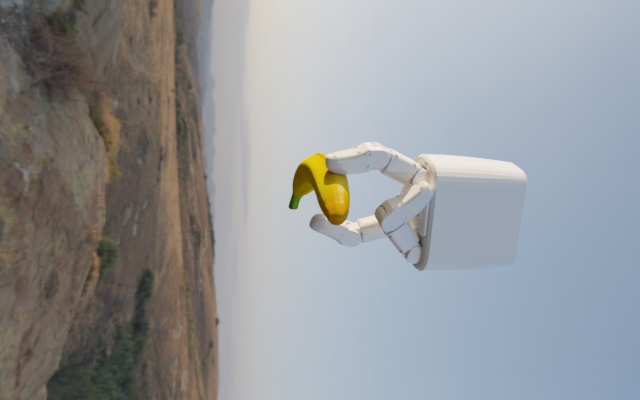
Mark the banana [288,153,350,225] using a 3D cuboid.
[{"bbox_3d":[0.000,-0.017,0.513,0.037,0.069,0.198,2,3,-13],"label":"banana"}]
